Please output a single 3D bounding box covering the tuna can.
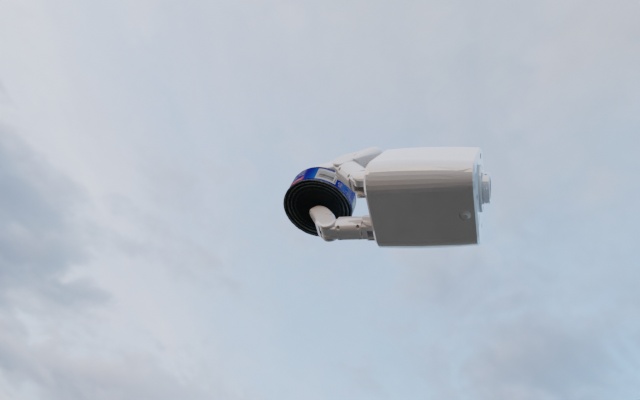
[{"bbox_3d":[0.000,0.002,0.587,0.086,0.086,0.033,0,35,19],"label":"tuna can"}]
